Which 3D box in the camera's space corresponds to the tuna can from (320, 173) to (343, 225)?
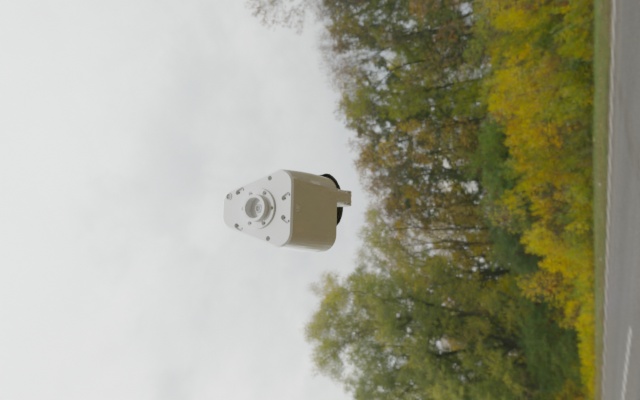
[{"bbox_3d":[0.000,0.002,0.738,0.034,0.086,0.086,-6,-3,32],"label":"tuna can"}]
